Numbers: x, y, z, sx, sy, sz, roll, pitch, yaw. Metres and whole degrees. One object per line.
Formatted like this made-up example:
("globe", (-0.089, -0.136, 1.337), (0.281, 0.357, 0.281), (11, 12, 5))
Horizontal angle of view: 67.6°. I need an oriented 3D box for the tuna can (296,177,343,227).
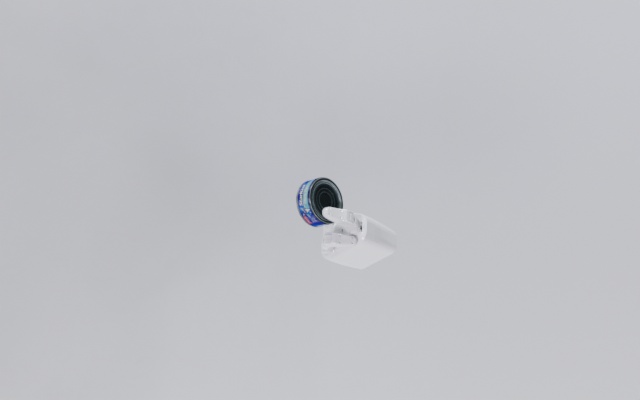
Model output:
("tuna can", (0.000, 0.003, 0.842), (0.086, 0.086, 0.034), (0, -10, -44))
